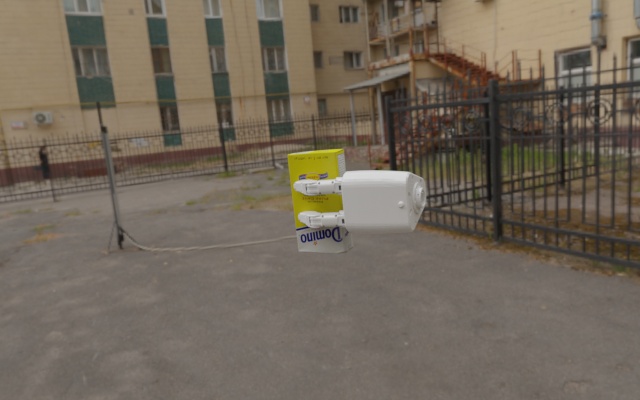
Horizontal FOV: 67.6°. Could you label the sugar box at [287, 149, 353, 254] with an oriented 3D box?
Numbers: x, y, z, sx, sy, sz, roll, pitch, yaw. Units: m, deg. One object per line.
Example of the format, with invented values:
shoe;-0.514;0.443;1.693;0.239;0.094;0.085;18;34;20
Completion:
sugar box;0.000;0.003;0.826;0.093;0.176;0.048;-1;11;25
